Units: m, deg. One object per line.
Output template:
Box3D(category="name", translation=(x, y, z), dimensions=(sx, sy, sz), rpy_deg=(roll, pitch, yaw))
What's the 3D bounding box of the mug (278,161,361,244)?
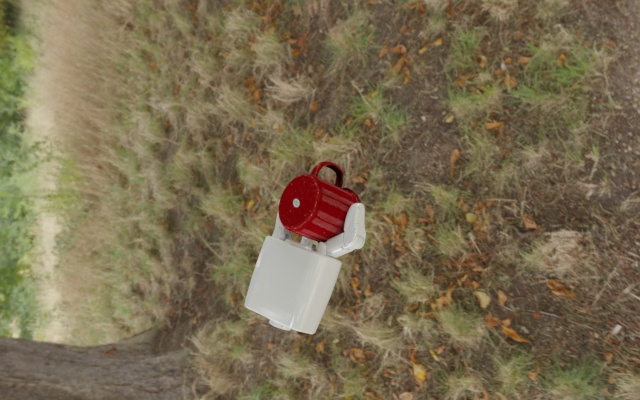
Box3D(category="mug", translation=(0.000, 0.001, 0.662), dimensions=(0.081, 0.117, 0.093), rpy_deg=(24, -9, -41))
